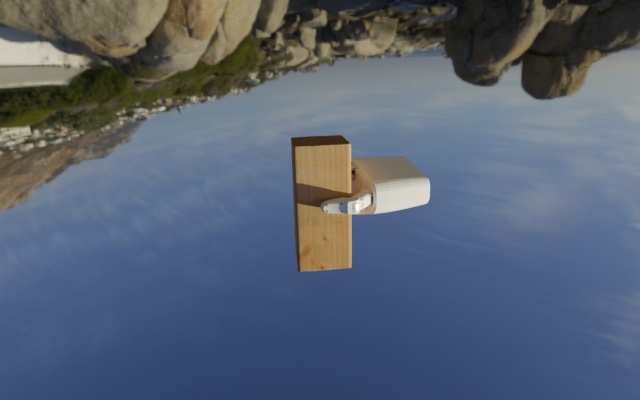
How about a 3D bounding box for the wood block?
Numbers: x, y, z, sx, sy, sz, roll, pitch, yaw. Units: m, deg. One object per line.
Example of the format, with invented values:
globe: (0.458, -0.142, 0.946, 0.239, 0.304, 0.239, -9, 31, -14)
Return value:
wood block: (0.001, 0.003, 0.787, 0.090, 0.206, 0.090, -3, 16, -6)
